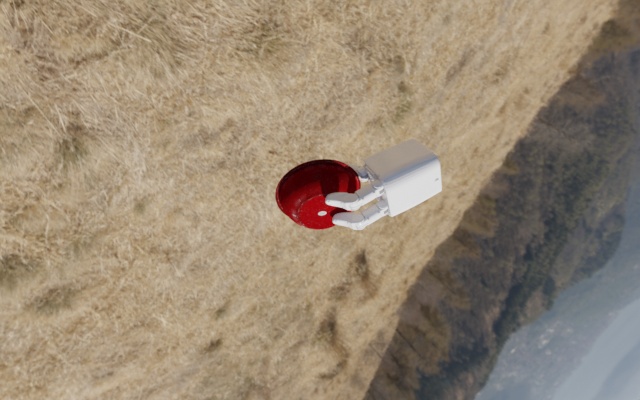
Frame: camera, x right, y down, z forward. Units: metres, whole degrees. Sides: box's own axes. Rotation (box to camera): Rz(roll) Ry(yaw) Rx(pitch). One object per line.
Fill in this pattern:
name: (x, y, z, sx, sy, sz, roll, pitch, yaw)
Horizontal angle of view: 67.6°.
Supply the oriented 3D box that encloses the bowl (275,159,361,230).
bowl: (-0.001, 0.004, 0.869, 0.162, 0.055, 0.162, -6, -44, -6)
